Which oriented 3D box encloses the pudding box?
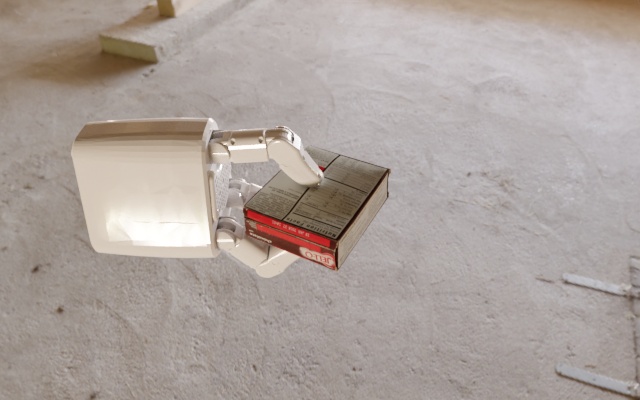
[{"bbox_3d":[0.000,0.001,0.421,0.090,0.039,0.113,20,45,21],"label":"pudding box"}]
